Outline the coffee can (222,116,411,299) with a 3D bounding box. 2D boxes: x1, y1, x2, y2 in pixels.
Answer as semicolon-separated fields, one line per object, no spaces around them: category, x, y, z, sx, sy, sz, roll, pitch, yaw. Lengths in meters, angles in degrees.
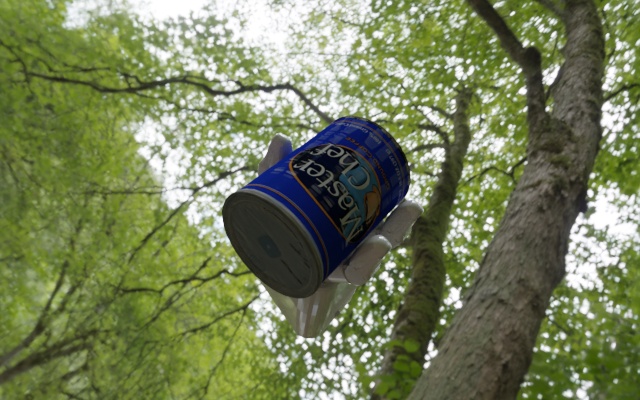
coffee can;0.000;0.001;0.419;0.103;0.103;0.140;0;31;45
